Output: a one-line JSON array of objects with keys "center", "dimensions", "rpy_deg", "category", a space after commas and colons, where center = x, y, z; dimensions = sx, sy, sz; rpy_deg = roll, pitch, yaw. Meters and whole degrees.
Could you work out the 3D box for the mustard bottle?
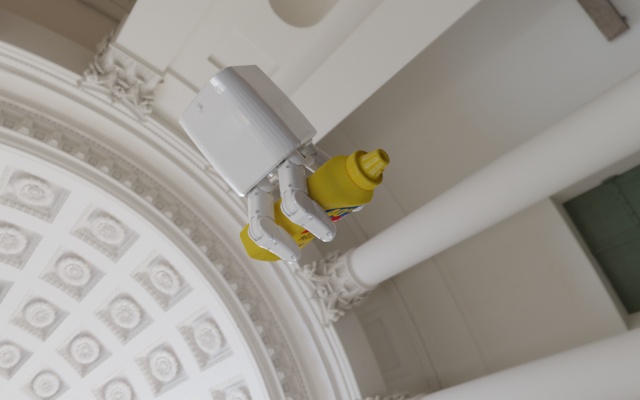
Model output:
[{"center": [0.000, 0.002, 0.519], "dimensions": [0.096, 0.058, 0.192], "rpy_deg": [-8, -23, -49], "category": "mustard bottle"}]
